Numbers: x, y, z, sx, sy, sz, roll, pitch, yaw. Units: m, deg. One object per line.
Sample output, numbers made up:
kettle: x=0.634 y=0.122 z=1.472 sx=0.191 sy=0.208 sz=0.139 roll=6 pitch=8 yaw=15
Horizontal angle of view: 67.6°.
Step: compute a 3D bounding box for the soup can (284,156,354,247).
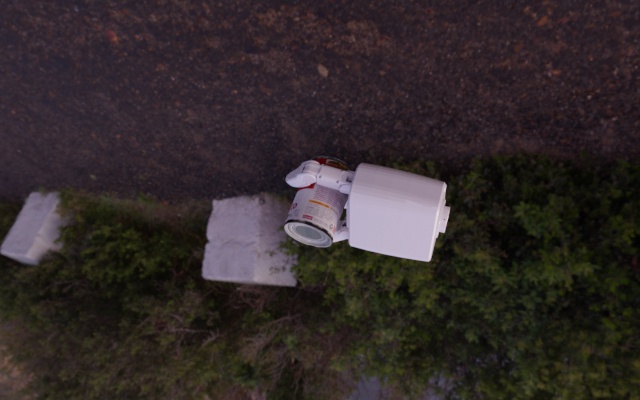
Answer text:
soup can: x=0.000 y=0.002 z=0.627 sx=0.068 sy=0.102 sz=0.068 roll=16 pitch=-27 yaw=8
